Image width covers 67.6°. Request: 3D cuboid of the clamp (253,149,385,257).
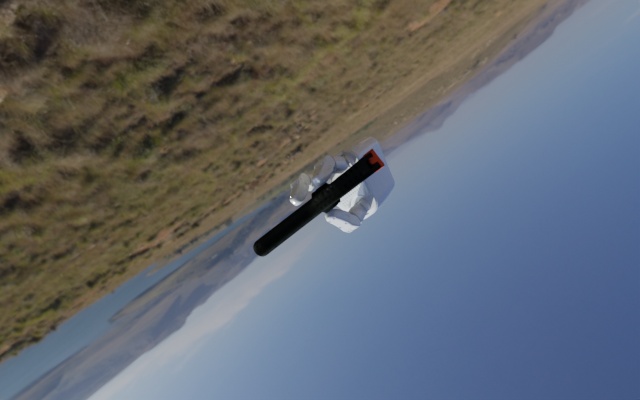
[{"bbox_3d":[0.001,0.003,0.682,0.210,0.036,0.164,-37,2,34],"label":"clamp"}]
